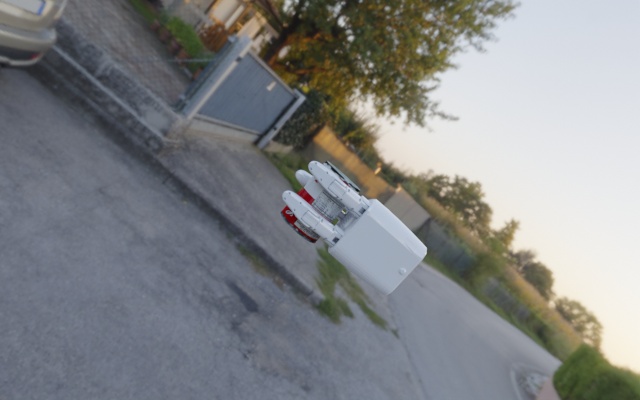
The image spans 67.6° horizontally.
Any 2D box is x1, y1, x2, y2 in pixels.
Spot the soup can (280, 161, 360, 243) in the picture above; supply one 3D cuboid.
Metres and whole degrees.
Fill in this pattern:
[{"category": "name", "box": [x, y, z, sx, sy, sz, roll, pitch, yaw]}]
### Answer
[{"category": "soup can", "box": [0.000, 0.002, 0.689, 0.068, 0.102, 0.068, 41, 7, -6]}]
